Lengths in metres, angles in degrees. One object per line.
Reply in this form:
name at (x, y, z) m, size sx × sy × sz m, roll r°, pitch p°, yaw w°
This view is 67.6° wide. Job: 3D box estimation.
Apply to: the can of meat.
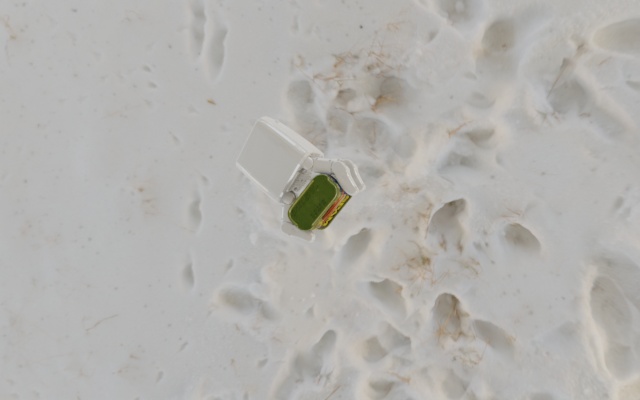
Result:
can of meat at (0.000, 0.003, 0.790) m, size 0.057 × 0.102 × 0.084 m, roll 41°, pitch 13°, yaw 13°
